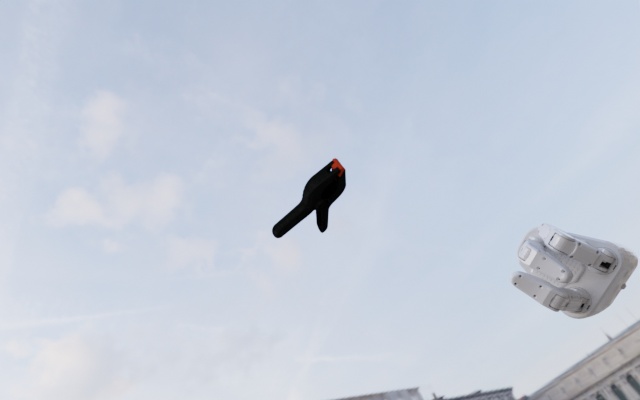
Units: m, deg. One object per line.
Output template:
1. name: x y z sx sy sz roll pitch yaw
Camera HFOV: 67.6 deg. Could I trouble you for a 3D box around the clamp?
1. clamp: 0.000 0.002 0.827 0.120 0.039 0.171 -1 -43 -52
